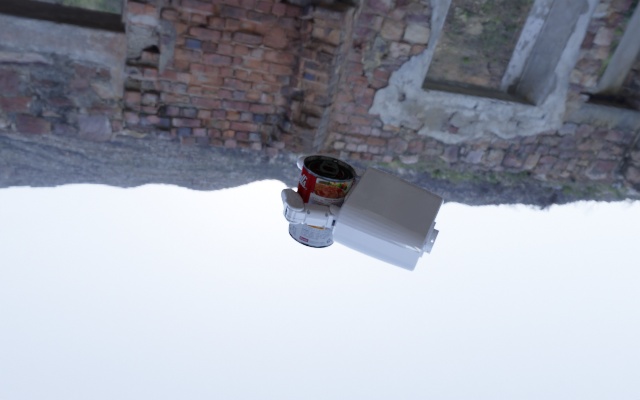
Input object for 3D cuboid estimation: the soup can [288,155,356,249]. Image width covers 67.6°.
[{"bbox_3d":[0.000,0.002,0.616,0.068,0.102,0.068,12,28,-6],"label":"soup can"}]
